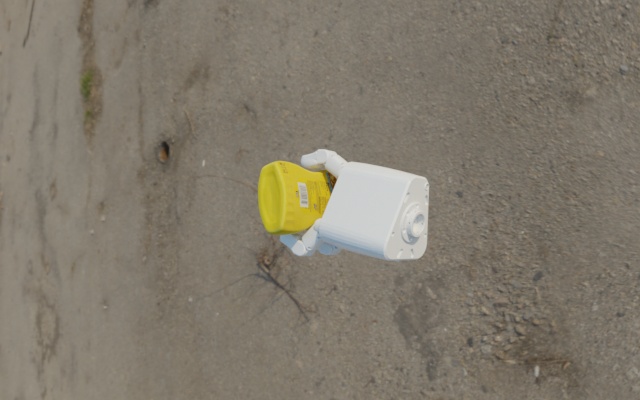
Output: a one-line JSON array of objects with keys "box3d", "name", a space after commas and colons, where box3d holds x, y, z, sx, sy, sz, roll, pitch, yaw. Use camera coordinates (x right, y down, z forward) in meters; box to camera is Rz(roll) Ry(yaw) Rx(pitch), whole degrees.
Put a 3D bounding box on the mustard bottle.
[{"box3d": [0.000, 0.002, 0.690, 0.058, 0.096, 0.191, -18, -16, 41], "name": "mustard bottle"}]
